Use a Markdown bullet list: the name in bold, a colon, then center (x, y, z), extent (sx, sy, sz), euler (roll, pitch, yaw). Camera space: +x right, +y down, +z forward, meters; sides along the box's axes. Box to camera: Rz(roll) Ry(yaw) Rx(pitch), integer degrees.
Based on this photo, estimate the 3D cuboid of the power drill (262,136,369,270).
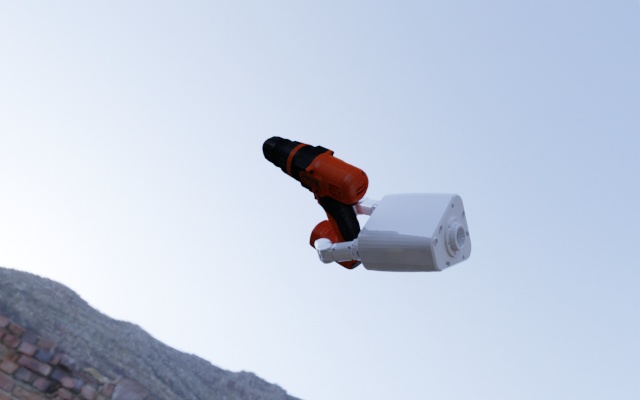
- **power drill**: center (0.000, 0.003, 0.682), extent (0.057, 0.188, 0.184), euler (-41, 47, -23)
